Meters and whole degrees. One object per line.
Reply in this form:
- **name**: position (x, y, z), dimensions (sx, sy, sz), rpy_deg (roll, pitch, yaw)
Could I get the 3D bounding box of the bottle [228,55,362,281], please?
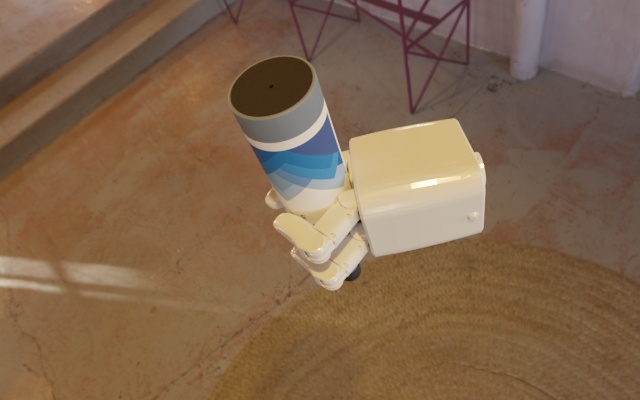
- **bottle**: position (0.000, 0.001, 0.456), dimensions (0.069, 0.069, 0.296), rpy_deg (0, -35, 17)
